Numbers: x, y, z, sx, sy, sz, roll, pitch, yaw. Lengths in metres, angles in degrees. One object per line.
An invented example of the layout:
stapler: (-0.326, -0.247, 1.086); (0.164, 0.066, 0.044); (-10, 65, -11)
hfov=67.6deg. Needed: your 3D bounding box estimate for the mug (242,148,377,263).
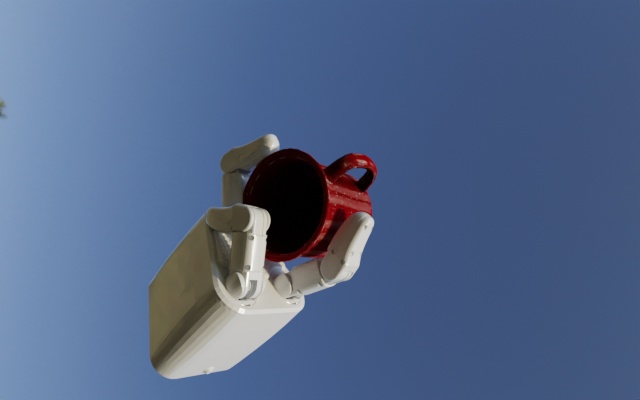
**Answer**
mug: (0.001, 0.000, 0.412); (0.117, 0.093, 0.081); (-43, -30, 23)
